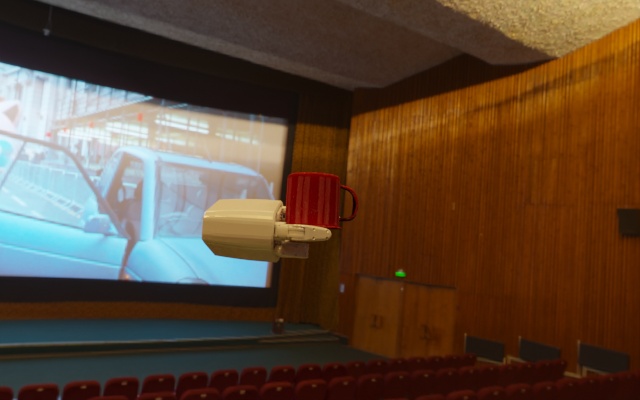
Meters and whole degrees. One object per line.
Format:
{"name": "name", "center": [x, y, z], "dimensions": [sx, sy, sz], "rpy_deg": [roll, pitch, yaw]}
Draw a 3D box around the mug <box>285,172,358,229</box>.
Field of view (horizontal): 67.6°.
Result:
{"name": "mug", "center": [0.002, 0.002, 0.733], "dimensions": [0.117, 0.081, 0.093], "rpy_deg": [3, -4, 0]}
